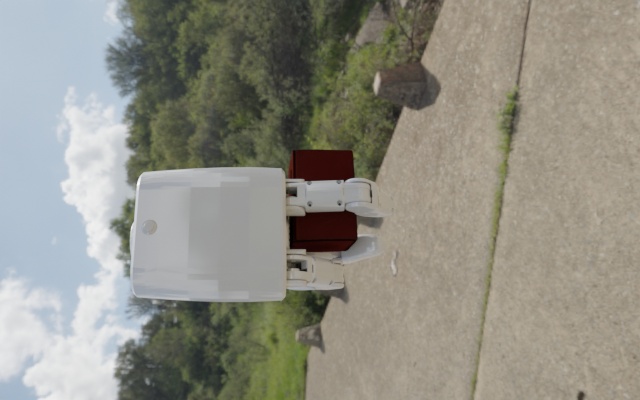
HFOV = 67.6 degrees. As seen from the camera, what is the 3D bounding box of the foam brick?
[{"bbox_3d":[0.000,0.001,0.401,0.051,0.078,0.053,0,-16,-7],"label":"foam brick"}]
